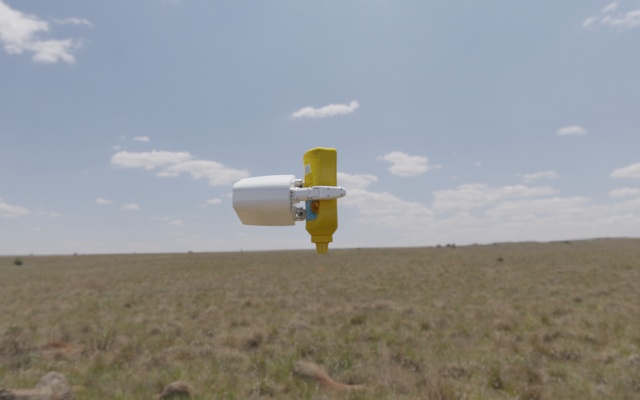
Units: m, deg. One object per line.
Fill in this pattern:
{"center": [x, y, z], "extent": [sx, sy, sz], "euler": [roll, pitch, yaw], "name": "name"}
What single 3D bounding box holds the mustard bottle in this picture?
{"center": [0.000, 0.003, 0.891], "extent": [0.058, 0.191, 0.096], "euler": [2, -7, -22], "name": "mustard bottle"}
